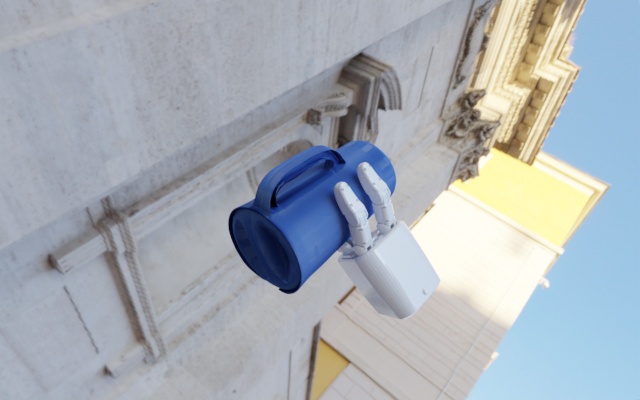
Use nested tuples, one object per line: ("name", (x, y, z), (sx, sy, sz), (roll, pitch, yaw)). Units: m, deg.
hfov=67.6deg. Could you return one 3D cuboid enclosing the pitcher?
("pitcher", (0.000, 0.002, 0.672), (0.242, 0.145, 0.149), (-38, 5, -36))
